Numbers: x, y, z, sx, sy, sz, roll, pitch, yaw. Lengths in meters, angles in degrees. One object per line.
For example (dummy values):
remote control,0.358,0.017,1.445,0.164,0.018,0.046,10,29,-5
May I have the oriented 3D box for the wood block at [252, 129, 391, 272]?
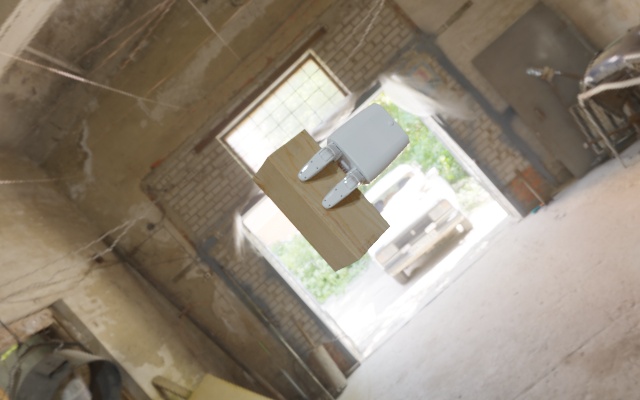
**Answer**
wood block,0.000,0.002,0.766,0.090,0.206,0.091,-42,0,-31
